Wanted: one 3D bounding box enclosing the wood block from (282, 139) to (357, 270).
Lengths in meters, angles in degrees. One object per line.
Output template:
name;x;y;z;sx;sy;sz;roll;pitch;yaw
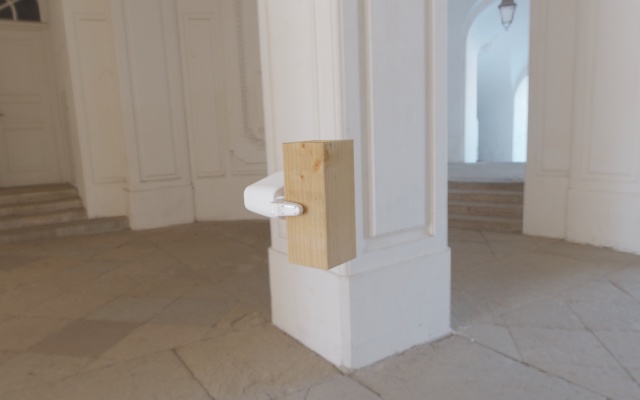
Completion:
wood block;0.000;0.003;0.811;0.090;0.206;0.091;5;12;38
